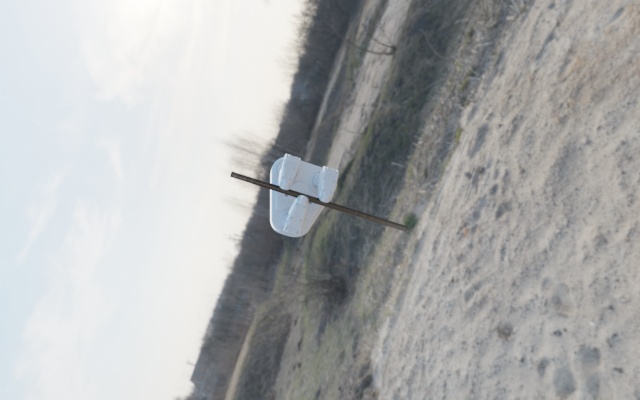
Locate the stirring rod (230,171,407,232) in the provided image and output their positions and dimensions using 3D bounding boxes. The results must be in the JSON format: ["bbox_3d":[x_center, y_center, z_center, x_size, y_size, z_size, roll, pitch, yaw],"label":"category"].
[{"bbox_3d":[0.000,0.002,0.622,0.239,0.011,0.011,17,-2,-7],"label":"stirring rod"}]
